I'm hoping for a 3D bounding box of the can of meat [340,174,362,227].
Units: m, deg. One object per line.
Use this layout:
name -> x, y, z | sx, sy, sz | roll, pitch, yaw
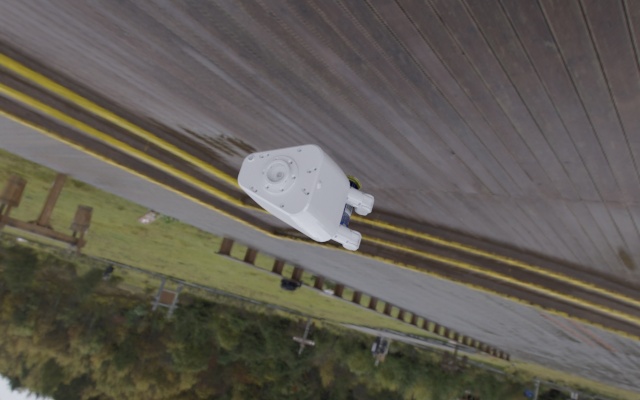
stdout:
can of meat -> 0.000, 0.003, 0.709 | 0.102, 0.084, 0.057 | 12, -14, 20
